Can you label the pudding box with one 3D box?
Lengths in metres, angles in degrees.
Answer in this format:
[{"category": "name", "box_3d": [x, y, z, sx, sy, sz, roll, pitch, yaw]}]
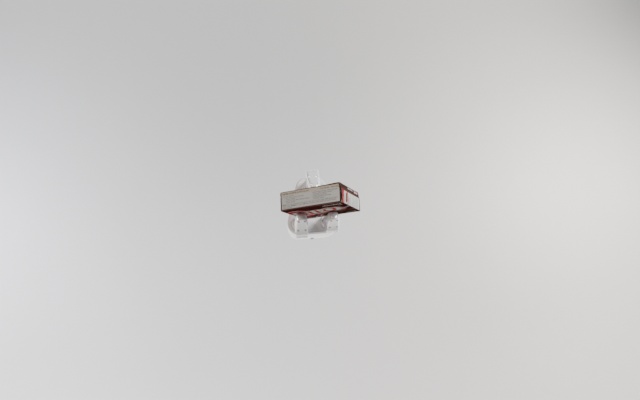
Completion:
[{"category": "pudding box", "box_3d": [0.000, 0.003, 0.815, 0.113, 0.039, 0.090, -11, -14, 22]}]
